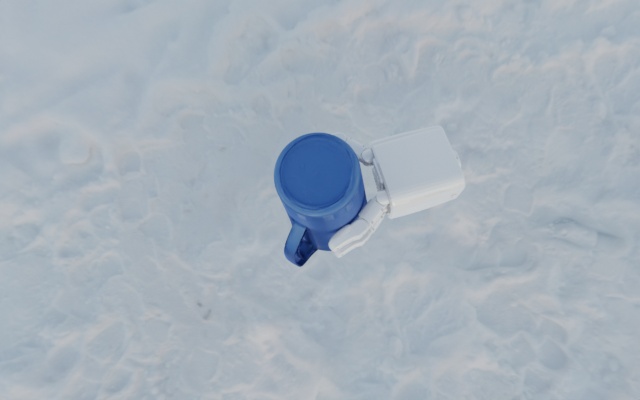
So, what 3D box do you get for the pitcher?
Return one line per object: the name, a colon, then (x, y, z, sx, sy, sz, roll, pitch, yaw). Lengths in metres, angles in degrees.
pitcher: (0.000, 0.002, 0.688, 0.145, 0.149, 0.243, -15, -14, 2)
